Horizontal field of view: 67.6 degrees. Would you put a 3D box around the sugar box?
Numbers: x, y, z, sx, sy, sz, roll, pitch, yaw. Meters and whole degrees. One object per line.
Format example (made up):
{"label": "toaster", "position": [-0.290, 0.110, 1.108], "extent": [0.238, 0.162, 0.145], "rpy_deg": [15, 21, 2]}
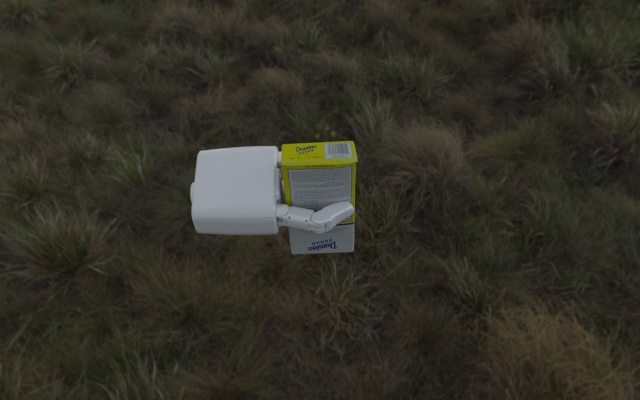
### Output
{"label": "sugar box", "position": [0.000, 0.002, 0.645], "extent": [0.093, 0.048, 0.176], "rpy_deg": [-2, -42, -1]}
